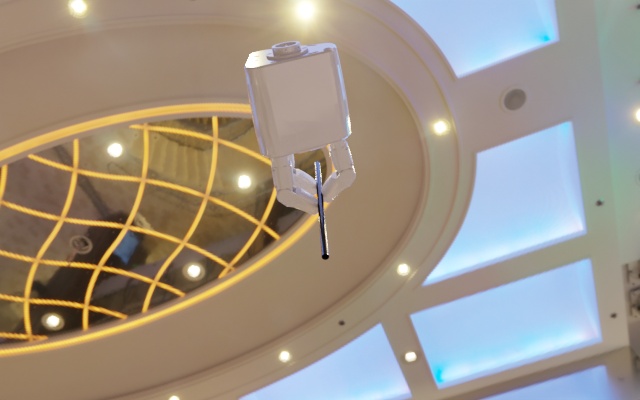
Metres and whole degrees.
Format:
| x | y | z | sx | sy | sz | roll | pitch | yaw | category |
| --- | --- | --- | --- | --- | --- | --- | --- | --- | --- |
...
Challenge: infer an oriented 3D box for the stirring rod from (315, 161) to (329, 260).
| x | y | z | sx | sy | sz | roll | pitch | yaw | category |
| --- | --- | --- | --- | --- | --- | --- | --- | --- | --- |
| 0.000 | 0.002 | 0.603 | 0.011 | 0.011 | 0.239 | 0 | 28 | -3 | stirring rod |
